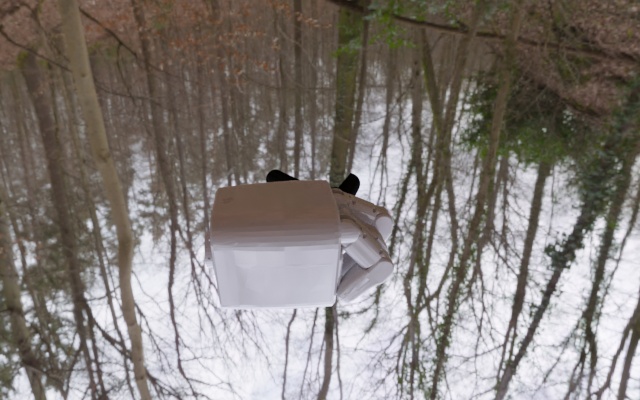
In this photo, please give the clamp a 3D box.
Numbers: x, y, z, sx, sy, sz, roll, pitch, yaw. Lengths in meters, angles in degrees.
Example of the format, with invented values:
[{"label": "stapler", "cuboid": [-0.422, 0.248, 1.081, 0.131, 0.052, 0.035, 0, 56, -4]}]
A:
[{"label": "clamp", "cuboid": [0.000, 0.002, 0.538, 0.120, 0.039, 0.171, 0, 21, -8]}]
